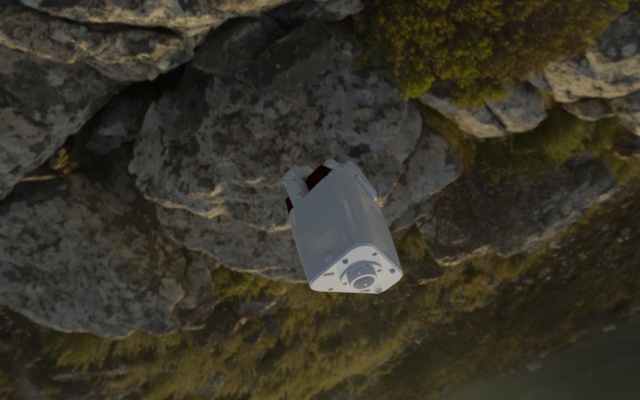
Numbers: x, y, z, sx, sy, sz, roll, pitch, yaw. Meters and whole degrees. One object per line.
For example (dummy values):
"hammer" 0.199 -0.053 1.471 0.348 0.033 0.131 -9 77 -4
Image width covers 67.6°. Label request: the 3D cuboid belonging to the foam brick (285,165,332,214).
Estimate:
"foam brick" 0.000 0.002 0.625 0.053 0.051 0.078 22 -54 -38
